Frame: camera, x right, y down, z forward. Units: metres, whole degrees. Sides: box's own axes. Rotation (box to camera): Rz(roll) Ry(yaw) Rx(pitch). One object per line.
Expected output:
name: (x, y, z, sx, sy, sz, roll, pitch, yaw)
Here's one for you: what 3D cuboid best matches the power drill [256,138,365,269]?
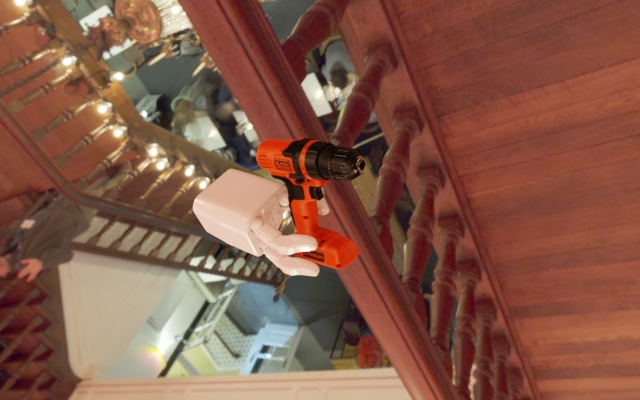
power drill: (0.000, 0.003, 0.672, 0.184, 0.188, 0.057, 13, 36, 43)
